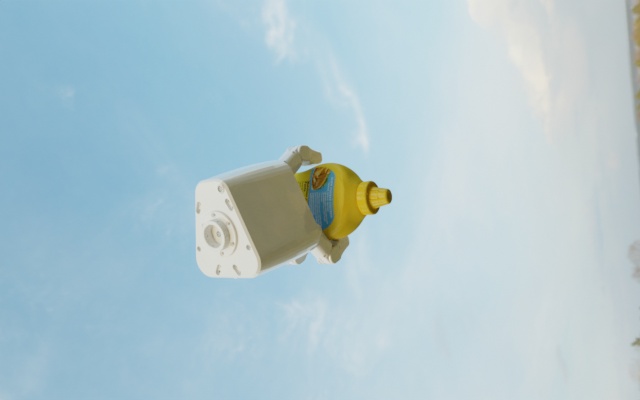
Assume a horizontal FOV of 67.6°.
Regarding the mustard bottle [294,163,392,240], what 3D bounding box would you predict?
[{"bbox_3d":[0.000,0.002,0.606,0.191,0.096,0.058,-5,-14,34],"label":"mustard bottle"}]
